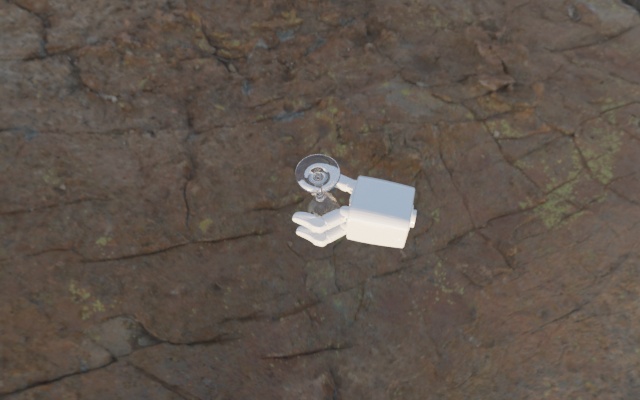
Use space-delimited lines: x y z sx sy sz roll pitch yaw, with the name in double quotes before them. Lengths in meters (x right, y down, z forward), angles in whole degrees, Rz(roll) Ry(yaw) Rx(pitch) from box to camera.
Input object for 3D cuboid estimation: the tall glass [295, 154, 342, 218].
"tall glass" 0.000 0.002 0.861 0.079 0.079 0.201 0 -28 3
